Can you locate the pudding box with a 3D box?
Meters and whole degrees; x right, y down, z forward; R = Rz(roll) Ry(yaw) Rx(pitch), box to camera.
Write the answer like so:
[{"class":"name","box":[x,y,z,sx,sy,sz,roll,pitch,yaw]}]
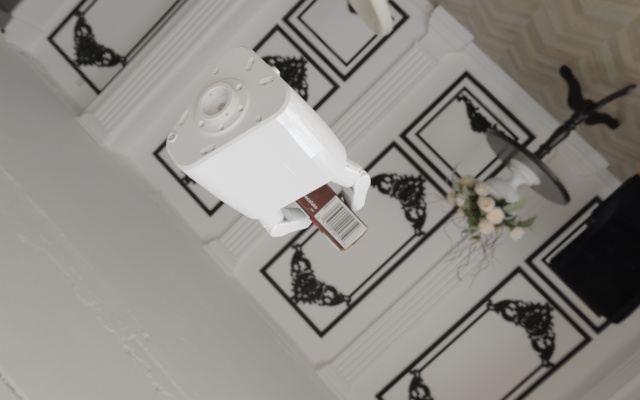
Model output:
[{"class":"pudding box","box":[0.000,0.002,0.512,0.039,0.113,0.090,-42,-5,1]}]
